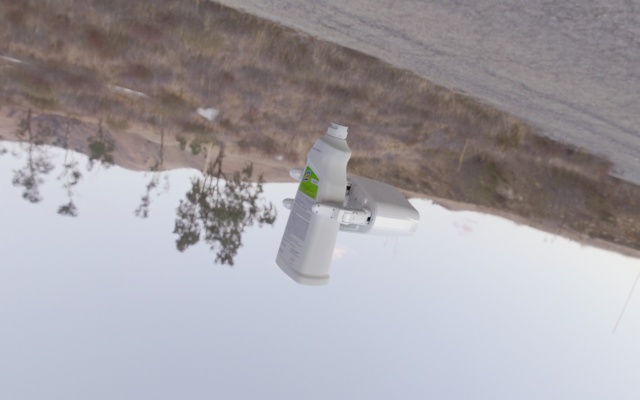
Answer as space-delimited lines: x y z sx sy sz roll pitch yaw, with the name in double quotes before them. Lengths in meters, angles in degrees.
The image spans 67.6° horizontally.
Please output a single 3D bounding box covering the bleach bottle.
"bleach bottle" 0.000 0.002 0.762 0.068 0.251 0.102 8 14 -37
